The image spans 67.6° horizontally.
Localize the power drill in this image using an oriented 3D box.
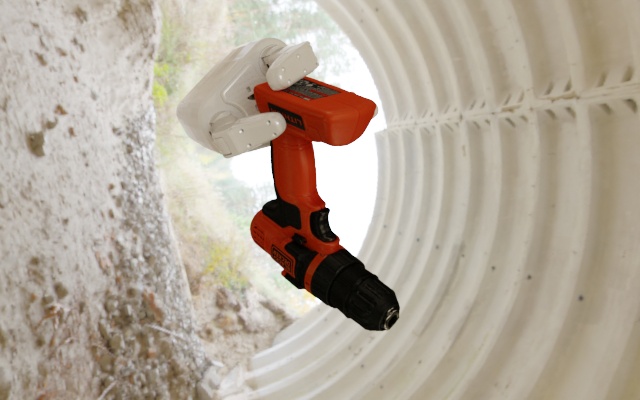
[{"bbox_3d":[0.000,0.001,0.406,0.057,0.188,0.184,-22,39,-37],"label":"power drill"}]
